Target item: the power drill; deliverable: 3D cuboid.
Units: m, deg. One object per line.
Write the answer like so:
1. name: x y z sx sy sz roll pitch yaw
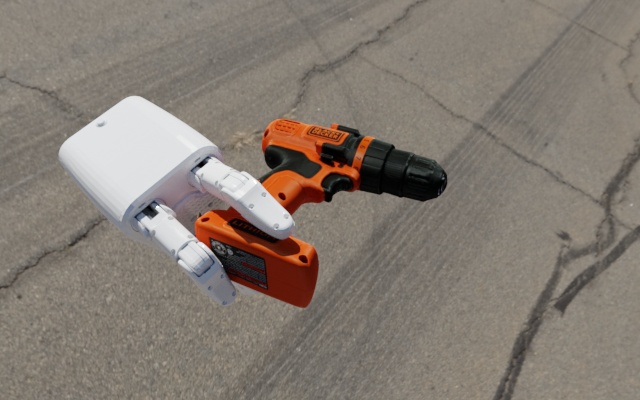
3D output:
1. power drill: 0.000 0.001 0.412 0.184 0.057 0.187 16 41 21
